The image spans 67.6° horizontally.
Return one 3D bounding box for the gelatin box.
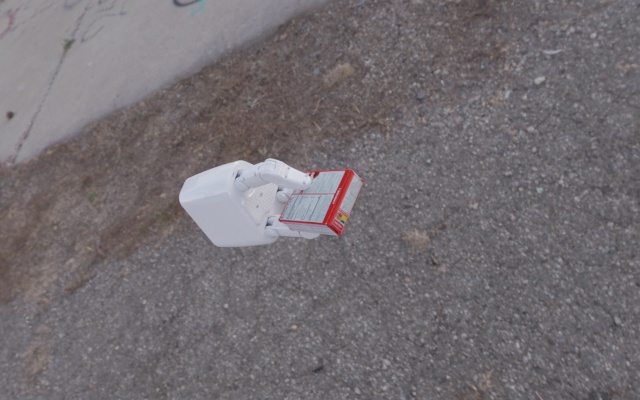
[{"bbox_3d":[0.000,0.002,0.564,0.089,0.073,0.030,1,-31,48],"label":"gelatin box"}]
